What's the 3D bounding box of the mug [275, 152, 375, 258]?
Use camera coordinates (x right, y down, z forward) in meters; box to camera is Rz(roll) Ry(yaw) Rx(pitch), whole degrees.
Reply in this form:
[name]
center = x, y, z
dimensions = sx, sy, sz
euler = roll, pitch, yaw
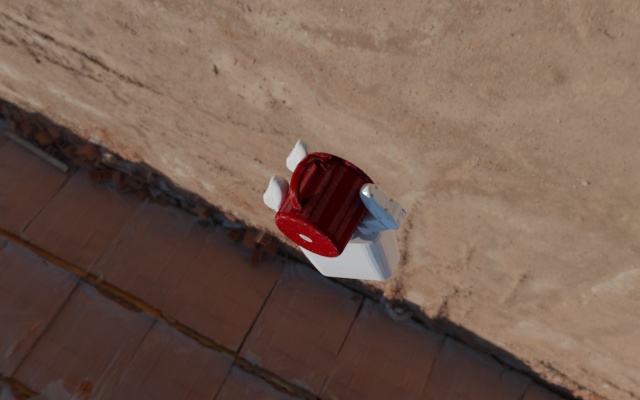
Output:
[mug]
center = 0.000, 0.001, 0.505
dimensions = 0.093, 0.081, 0.117
euler = 17, -26, 30
